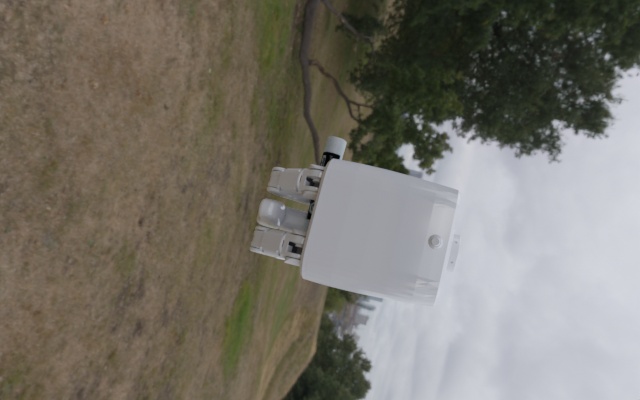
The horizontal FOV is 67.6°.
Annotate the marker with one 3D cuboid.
[{"bbox_3d":[0.000,0.001,0.434,0.020,0.121,0.020,15,-8,2],"label":"marker"}]
